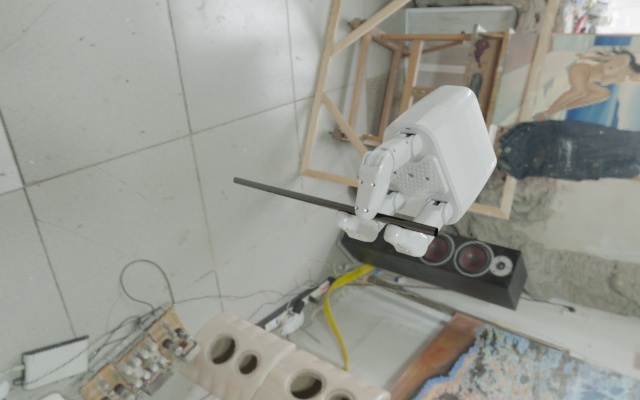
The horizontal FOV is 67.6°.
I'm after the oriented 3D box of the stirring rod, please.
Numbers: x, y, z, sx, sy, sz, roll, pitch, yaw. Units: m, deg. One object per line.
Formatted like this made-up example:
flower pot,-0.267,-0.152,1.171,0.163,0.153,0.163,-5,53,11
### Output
stirring rod,0.000,0.001,0.458,0.239,0.011,0.011,15,9,36
